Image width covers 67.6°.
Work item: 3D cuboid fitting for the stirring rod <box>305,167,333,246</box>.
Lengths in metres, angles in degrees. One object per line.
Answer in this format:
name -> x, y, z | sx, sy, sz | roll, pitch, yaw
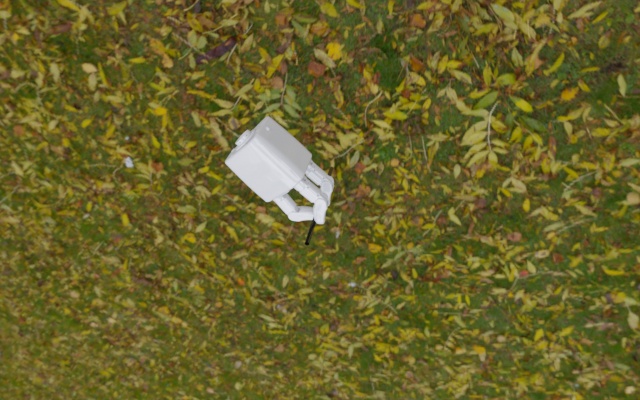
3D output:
stirring rod -> 0.000, 0.003, 0.895 | 0.011, 0.011, 0.239 | 0, 35, 14
